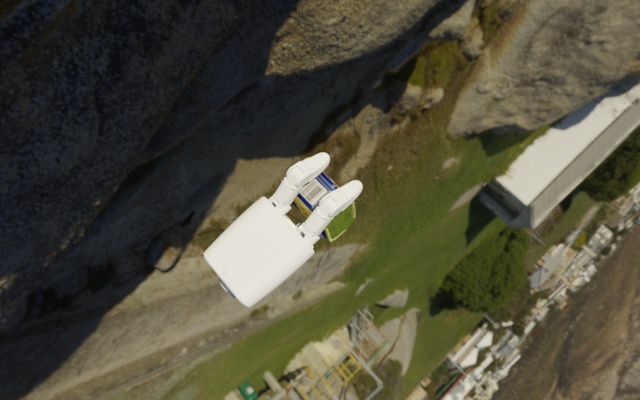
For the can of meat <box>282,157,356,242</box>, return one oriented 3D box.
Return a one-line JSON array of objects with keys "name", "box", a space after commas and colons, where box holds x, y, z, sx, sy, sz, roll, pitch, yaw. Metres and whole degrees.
[{"name": "can of meat", "box": [0.000, 0.002, 0.639, 0.057, 0.084, 0.102, -41, -18, -8]}]
